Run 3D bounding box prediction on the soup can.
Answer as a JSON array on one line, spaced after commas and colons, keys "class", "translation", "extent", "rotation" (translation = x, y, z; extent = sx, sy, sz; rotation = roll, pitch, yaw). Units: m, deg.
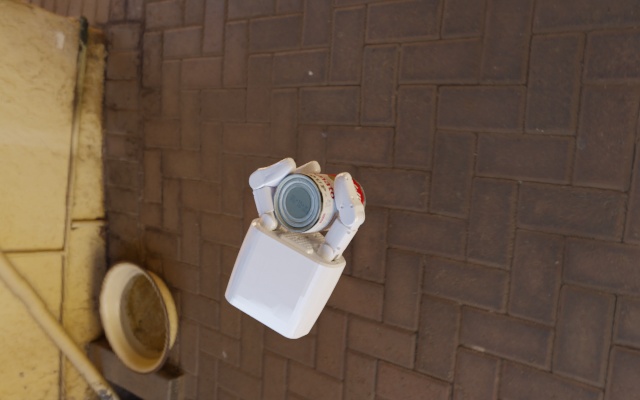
[{"class": "soup can", "translation": [0.000, 0.001, 0.566], "extent": [0.068, 0.068, 0.102], "rotation": [0, 1, 32]}]
